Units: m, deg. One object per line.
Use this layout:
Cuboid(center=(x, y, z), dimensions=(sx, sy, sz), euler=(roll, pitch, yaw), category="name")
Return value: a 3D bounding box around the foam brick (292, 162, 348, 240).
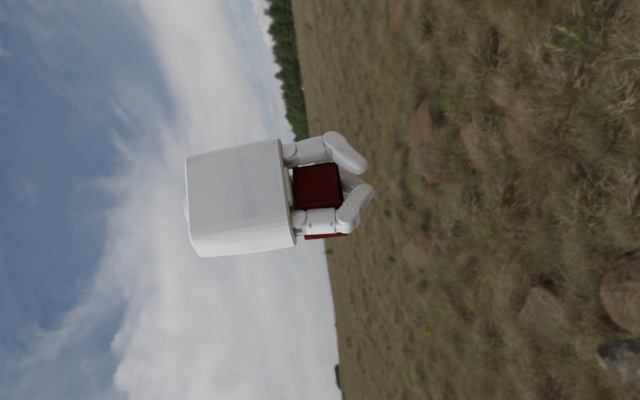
Cuboid(center=(0.000, 0.002, 0.538), dimensions=(0.051, 0.053, 0.078), euler=(-9, -36, 2), category="foam brick")
